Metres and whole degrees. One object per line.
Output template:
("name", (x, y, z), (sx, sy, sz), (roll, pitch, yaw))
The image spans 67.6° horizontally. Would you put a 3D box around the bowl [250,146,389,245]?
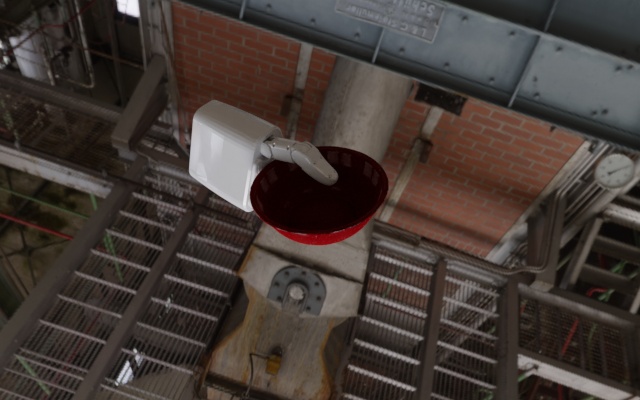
("bowl", (0.001, 0.003, 0.569), (0.162, 0.055, 0.162), (-4, 40, 3))
